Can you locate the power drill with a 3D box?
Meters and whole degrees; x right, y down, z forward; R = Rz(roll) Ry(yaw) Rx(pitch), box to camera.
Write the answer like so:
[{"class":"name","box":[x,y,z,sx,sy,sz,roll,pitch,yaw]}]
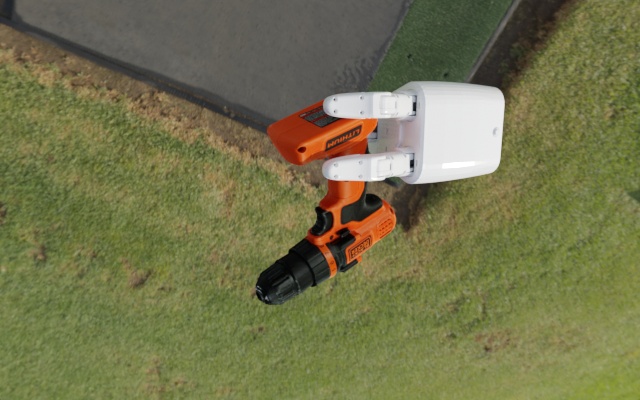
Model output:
[{"class":"power drill","box":[0.000,0.001,0.482,0.184,0.188,0.057,-32,45,-28]}]
